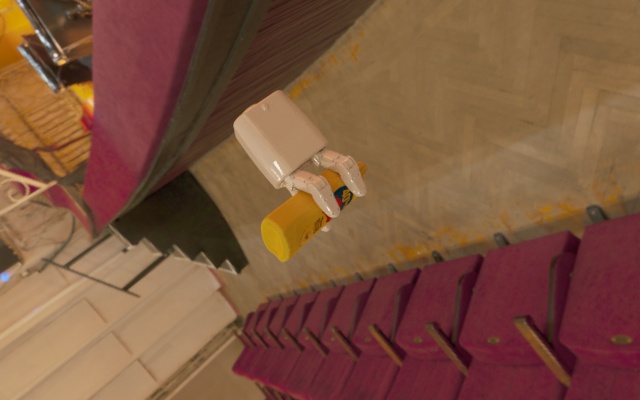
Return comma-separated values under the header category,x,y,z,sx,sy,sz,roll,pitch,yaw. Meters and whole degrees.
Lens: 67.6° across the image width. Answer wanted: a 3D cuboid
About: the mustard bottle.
category,x,y,z,sx,sy,sz,roll,pitch,yaw
mustard bottle,0.000,0.003,0.700,0.058,0.191,0.096,39,-28,21
